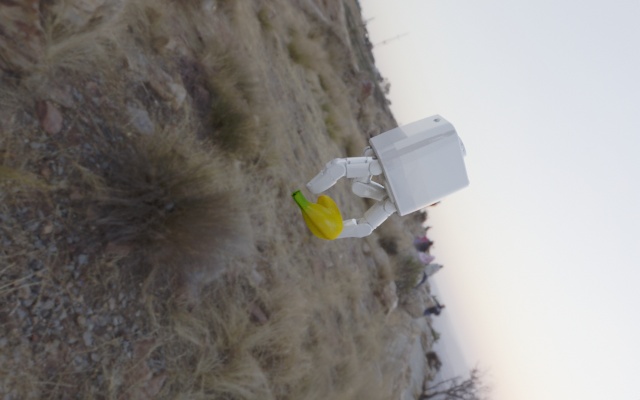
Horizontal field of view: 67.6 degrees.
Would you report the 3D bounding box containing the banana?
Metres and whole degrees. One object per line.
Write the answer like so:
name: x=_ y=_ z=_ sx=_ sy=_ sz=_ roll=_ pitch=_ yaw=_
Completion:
banana: x=0.006 y=0.019 z=0.640 sx=0.037 sy=0.069 sz=0.198 roll=-22 pitch=-5 yaw=6
